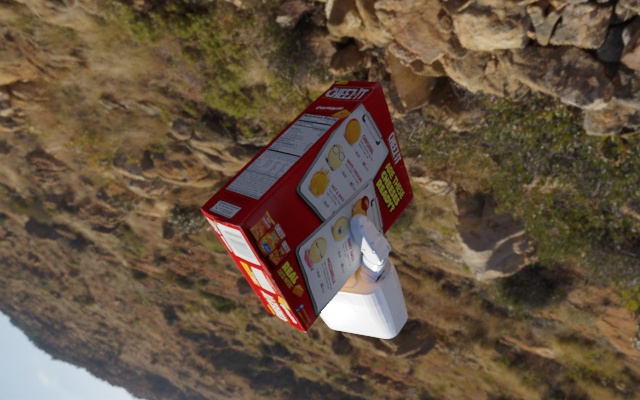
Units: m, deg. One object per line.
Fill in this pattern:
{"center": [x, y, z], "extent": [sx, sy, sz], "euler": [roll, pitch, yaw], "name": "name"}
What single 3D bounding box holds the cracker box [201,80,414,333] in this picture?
{"center": [0.000, 0.002, 0.501], "extent": [0.072, 0.164, 0.213], "euler": [17, 54, 40], "name": "cracker box"}
